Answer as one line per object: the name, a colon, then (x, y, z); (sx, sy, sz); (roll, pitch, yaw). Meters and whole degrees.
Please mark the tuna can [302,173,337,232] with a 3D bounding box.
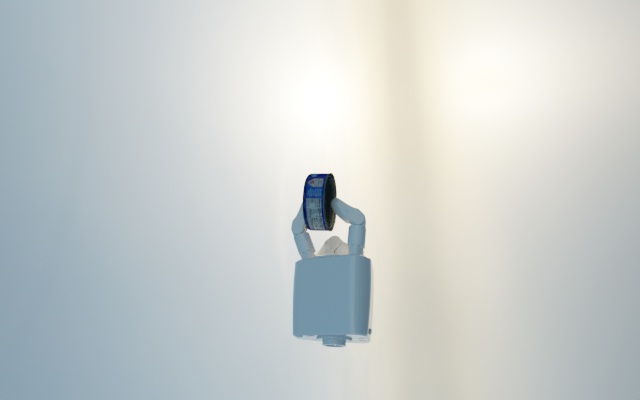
tuna can: (0.000, 0.002, 0.698); (0.034, 0.086, 0.086); (0, 0, 13)
